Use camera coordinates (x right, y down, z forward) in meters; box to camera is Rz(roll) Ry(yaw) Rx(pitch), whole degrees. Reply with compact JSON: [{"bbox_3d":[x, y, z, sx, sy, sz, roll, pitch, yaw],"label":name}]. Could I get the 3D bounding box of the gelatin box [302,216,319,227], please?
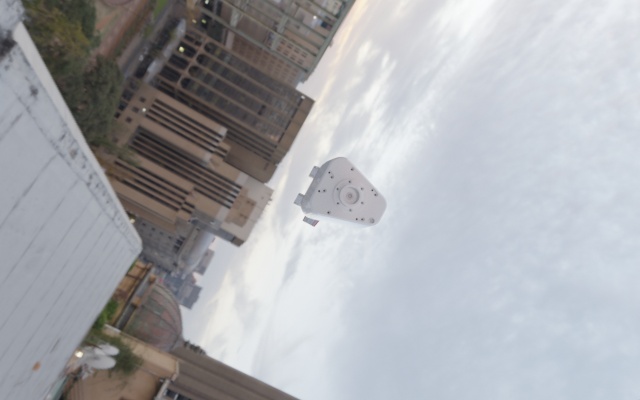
[{"bbox_3d":[0.000,0.003,0.871,0.030,0.073,0.089,28,-19,-2],"label":"gelatin box"}]
